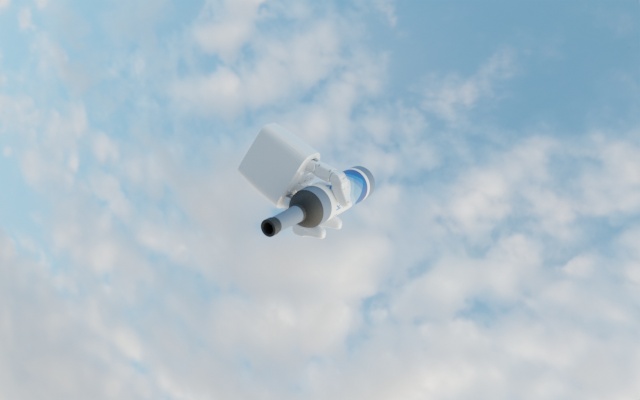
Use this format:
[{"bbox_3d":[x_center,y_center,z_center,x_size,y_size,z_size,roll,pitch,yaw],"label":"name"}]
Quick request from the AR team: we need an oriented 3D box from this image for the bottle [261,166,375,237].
[{"bbox_3d":[0.000,0.003,0.816,0.069,0.069,0.295,0,15,33],"label":"bottle"}]
